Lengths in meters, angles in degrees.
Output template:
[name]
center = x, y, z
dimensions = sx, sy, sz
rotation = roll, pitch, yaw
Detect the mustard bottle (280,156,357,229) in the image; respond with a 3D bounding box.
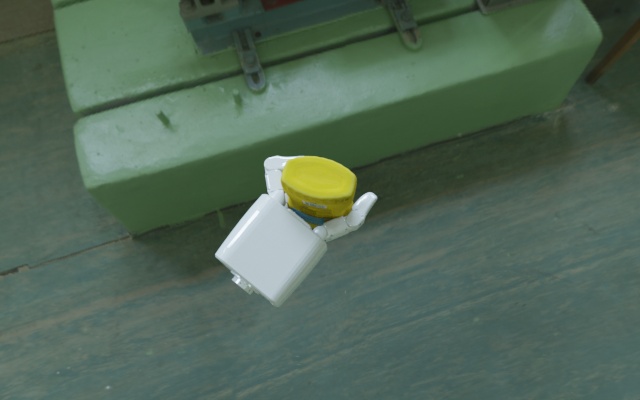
[mustard bottle]
center = 0.000, 0.002, 0.686
dimensions = 0.096, 0.058, 0.192
rotation = 12, -19, 6
